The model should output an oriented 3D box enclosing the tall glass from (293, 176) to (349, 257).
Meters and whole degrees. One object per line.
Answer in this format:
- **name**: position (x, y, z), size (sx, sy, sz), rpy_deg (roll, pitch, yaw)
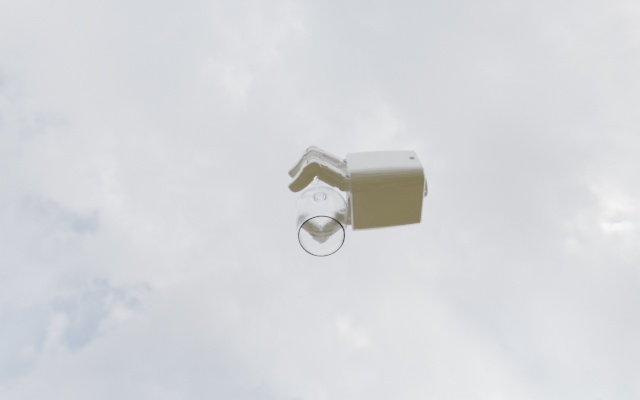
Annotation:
- **tall glass**: position (0.000, 0.002, 0.703), size (0.079, 0.079, 0.201), rpy_deg (0, 27, -1)
